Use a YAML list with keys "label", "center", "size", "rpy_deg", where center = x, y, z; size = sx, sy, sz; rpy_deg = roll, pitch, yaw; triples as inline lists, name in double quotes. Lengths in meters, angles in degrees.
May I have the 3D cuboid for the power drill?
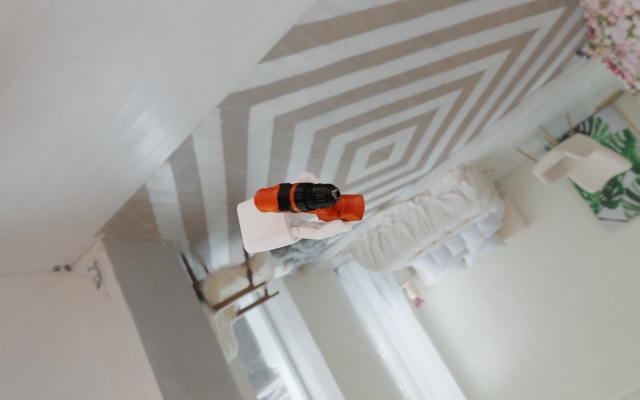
- label: "power drill"
  center: [0.000, 0.003, 0.877]
  size: [0.184, 0.057, 0.188]
  rpy_deg: [-2, -10, 39]
